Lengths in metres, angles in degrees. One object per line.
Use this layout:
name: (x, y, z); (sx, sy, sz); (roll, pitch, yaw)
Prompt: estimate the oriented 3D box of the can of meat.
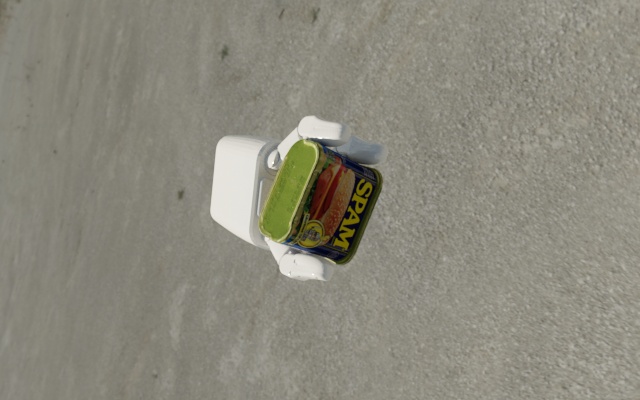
can of meat: (0.000, 0.001, 0.452); (0.084, 0.102, 0.057); (22, 0, -39)
